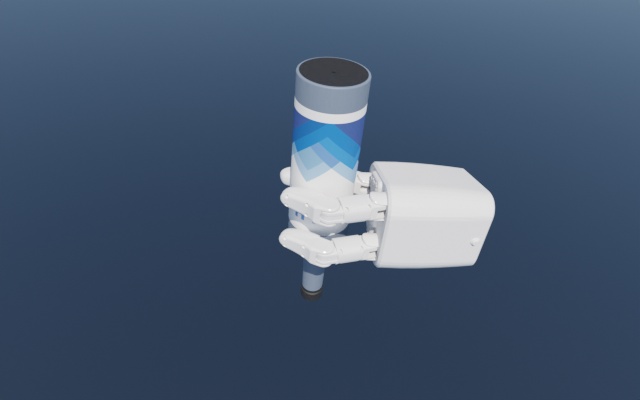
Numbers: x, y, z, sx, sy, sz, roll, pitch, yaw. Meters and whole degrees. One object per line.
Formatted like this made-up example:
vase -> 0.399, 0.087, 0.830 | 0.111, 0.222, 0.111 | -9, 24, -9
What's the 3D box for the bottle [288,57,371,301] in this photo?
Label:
bottle -> 0.000, 0.001, 0.510 | 0.069, 0.296, 0.069 | 4, 39, -3
